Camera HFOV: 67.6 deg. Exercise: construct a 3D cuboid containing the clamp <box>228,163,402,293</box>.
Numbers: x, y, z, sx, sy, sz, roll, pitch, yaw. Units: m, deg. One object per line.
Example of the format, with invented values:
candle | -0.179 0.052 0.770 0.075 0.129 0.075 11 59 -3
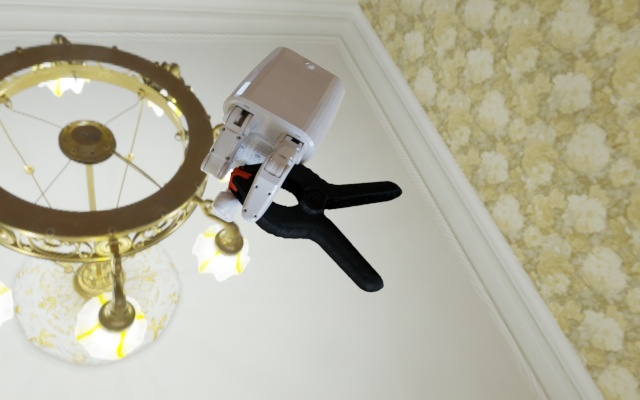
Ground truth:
clamp | 0.000 0.002 0.458 0.171 0.120 0.039 29 -39 -2
